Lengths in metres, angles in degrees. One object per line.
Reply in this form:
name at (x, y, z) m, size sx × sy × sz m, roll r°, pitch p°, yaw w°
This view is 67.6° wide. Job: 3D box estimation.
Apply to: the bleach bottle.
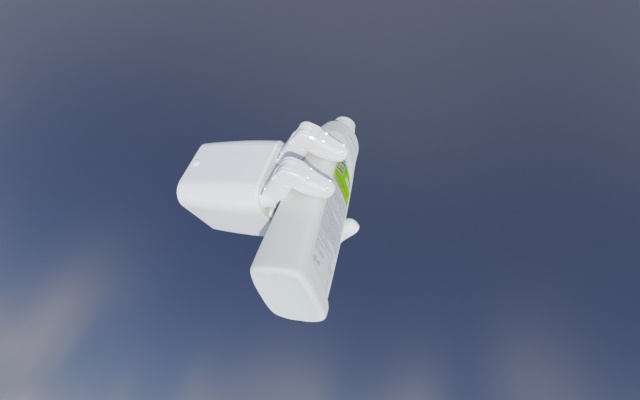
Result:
bleach bottle at (0.000, 0.002, 0.544) m, size 0.068 × 0.250 × 0.103 m, roll 3°, pitch -41°, yaw 20°
